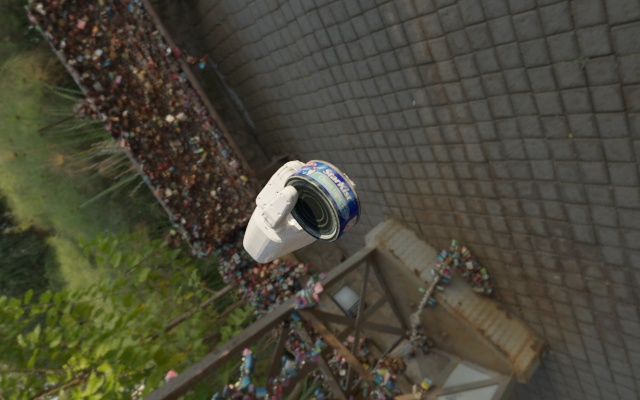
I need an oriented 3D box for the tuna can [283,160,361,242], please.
[{"bbox_3d":[0.000,0.002,0.514,0.033,0.086,0.086,-37,22,-32],"label":"tuna can"}]
